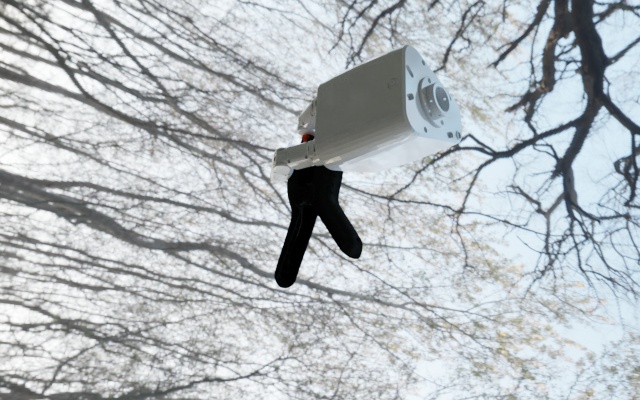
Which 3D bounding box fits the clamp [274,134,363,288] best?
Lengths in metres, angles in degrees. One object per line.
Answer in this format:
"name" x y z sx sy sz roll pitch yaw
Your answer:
"clamp" 0.000 0.002 0.500 0.120 0.171 0.039 -16 -27 41
